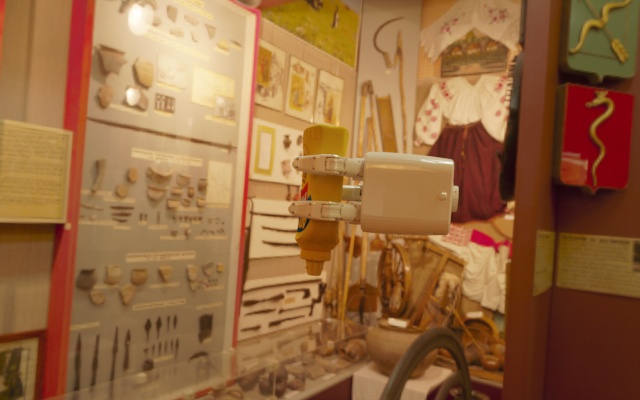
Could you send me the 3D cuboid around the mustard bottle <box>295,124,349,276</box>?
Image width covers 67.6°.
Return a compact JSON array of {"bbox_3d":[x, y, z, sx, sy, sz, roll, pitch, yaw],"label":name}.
[{"bbox_3d":[0.000,0.002,0.624,0.058,0.191,0.096,5,-1,-13],"label":"mustard bottle"}]
